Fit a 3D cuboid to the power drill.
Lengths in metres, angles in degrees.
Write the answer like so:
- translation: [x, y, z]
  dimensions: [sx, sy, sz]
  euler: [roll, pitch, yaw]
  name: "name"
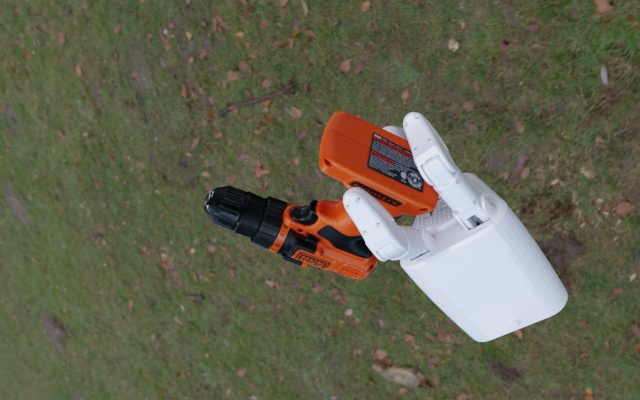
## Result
- translation: [0.000, 0.001, 0.430]
  dimensions: [0.184, 0.057, 0.188]
  euler: [21, -32, -16]
  name: "power drill"
